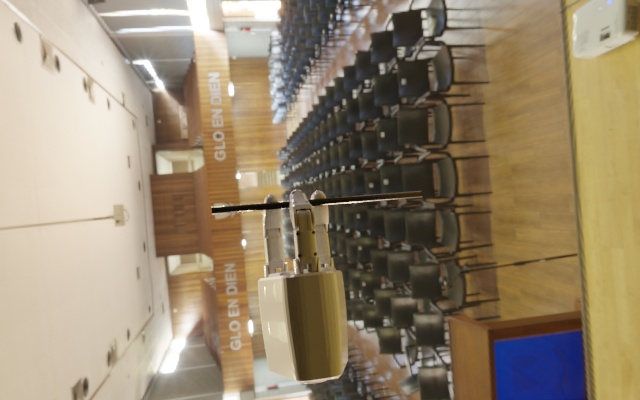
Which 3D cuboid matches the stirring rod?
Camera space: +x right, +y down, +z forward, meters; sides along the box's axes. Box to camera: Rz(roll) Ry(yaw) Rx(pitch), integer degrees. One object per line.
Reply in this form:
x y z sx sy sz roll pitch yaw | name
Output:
0.000 0.002 0.539 0.239 0.011 0.011 -4 1 -10 | stirring rod
